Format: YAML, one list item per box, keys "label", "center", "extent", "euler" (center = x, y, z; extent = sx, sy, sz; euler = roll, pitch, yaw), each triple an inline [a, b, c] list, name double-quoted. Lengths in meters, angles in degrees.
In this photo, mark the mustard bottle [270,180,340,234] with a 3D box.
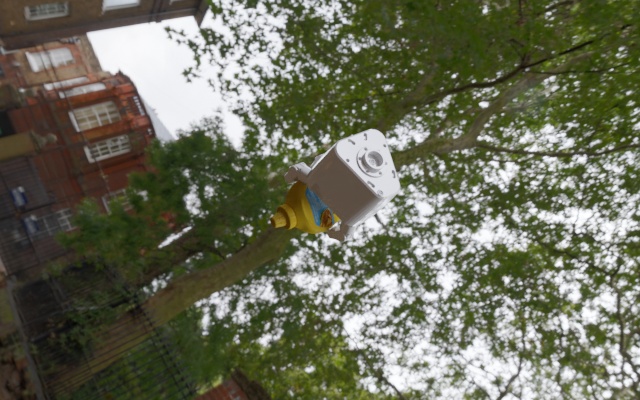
- label: "mustard bottle"
  center: [0.000, 0.003, 0.809]
  extent: [0.191, 0.096, 0.058]
  euler: [-24, 11, -30]
